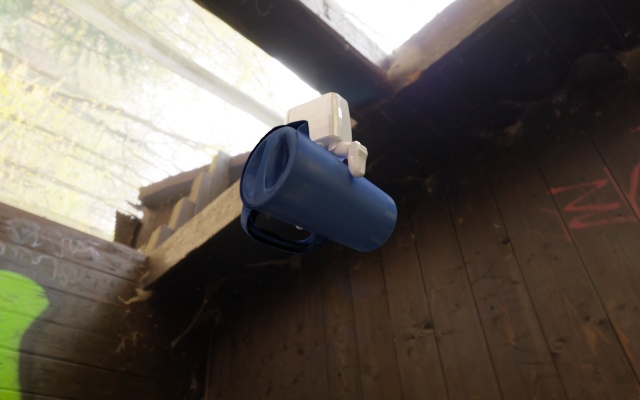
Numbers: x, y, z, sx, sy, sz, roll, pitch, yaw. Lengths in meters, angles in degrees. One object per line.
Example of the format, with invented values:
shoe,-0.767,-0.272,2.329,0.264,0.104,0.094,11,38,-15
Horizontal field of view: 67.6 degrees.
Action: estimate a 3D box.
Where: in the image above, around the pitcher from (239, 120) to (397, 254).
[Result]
pitcher,0.000,0.002,0.744,0.243,0.145,0.149,29,-44,-35
